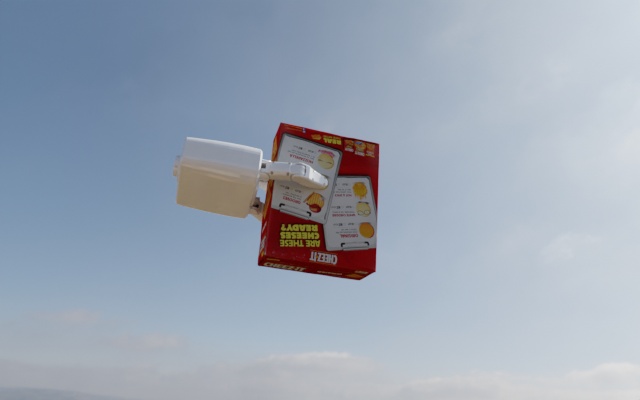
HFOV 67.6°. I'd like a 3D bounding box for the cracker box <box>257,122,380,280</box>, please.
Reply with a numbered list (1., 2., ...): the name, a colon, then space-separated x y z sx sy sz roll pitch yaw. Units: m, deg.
1. cracker box: 0.000 0.002 0.725 0.164 0.213 0.072 10 -24 -13
